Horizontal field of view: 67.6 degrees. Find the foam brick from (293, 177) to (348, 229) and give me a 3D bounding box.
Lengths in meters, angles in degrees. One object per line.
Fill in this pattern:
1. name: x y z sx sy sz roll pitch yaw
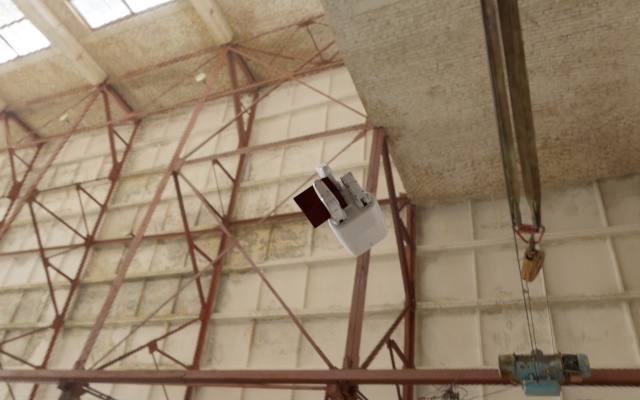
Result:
1. foam brick: 0.000 0.003 0.884 0.078 0.051 0.053 -34 45 -3
